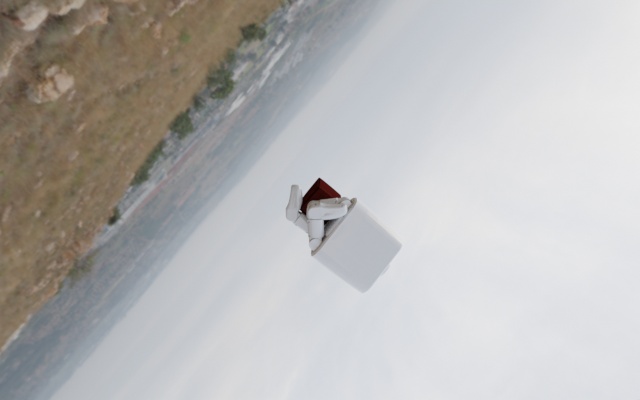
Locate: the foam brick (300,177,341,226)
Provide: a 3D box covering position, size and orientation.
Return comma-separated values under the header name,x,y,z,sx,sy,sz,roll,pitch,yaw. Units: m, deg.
name,x,y,z,sx,sy,sz,roll,pitch,yaw
foam brick,0.000,0.002,0.810,0.051,0.053,0.078,38,12,-8
